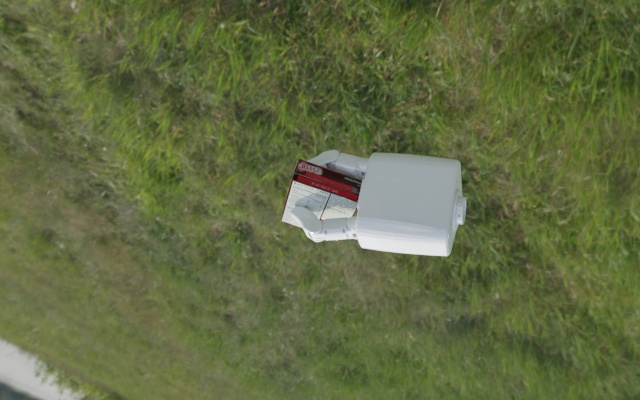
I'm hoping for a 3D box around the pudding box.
[{"bbox_3d":[0.000,0.002,0.624,0.090,0.039,0.114,20,-34,-1],"label":"pudding box"}]
